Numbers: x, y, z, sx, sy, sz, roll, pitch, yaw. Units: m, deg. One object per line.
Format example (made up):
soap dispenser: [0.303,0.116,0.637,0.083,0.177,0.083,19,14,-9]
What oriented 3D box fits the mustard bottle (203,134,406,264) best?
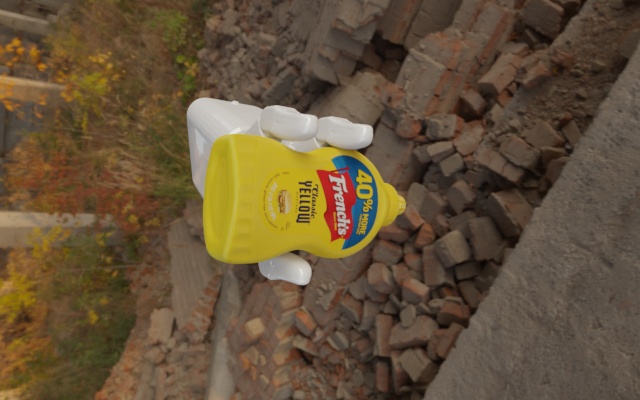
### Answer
mustard bottle: [0.000,0.001,0.406,0.191,0.096,0.058,3,1,-37]
